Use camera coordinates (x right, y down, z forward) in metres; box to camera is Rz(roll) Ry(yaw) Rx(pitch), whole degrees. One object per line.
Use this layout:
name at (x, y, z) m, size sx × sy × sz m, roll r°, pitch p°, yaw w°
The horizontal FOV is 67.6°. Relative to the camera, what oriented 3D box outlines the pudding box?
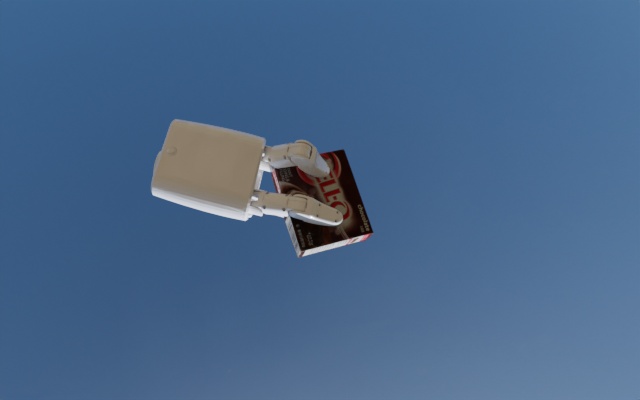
pudding box at (0.000, 0.002, 0.560) m, size 0.090 × 0.113 × 0.039 m, roll -13°, pitch -15°, yaw -17°
